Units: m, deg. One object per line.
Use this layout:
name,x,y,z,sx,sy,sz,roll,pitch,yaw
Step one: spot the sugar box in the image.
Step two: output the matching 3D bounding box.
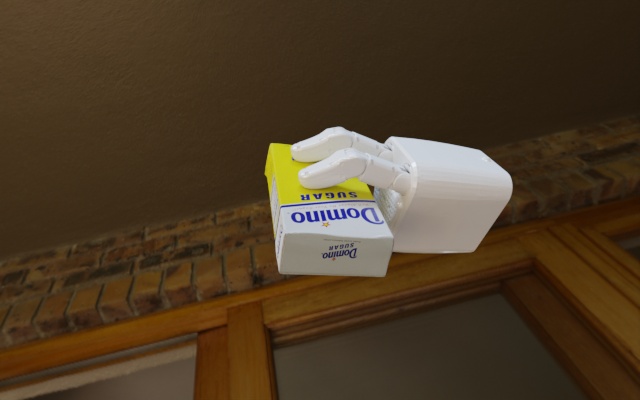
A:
sugar box,0.000,0.001,0.454,0.093,0.048,0.176,3,27,-13
